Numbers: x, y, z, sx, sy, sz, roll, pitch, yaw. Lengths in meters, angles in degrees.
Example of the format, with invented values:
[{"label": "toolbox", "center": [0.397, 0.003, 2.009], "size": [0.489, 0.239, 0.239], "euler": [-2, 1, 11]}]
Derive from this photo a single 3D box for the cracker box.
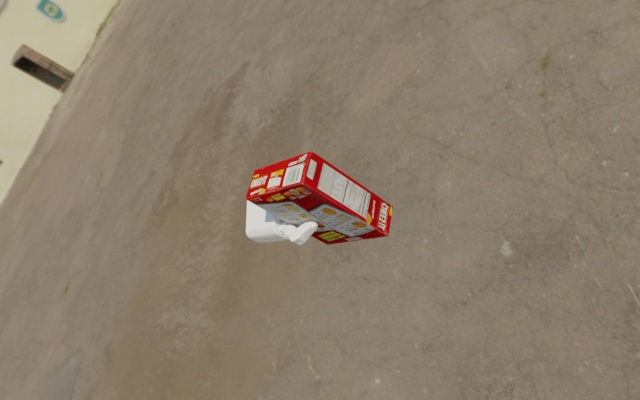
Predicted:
[{"label": "cracker box", "center": [0.000, 0.003, 0.863], "size": [0.214, 0.072, 0.164], "euler": [31, -28, -34]}]
